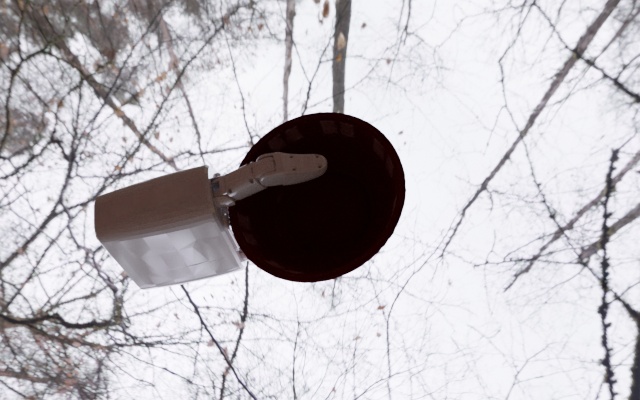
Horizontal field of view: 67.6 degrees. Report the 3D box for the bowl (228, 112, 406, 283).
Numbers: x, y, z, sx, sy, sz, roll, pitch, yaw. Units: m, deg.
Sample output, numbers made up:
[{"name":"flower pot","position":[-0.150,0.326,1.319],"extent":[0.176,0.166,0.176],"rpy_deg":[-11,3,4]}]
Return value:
[{"name":"bowl","position":[0.001,0.002,0.439],"extent":[0.162,0.162,0.055],"rpy_deg":[0,-22,17]}]
